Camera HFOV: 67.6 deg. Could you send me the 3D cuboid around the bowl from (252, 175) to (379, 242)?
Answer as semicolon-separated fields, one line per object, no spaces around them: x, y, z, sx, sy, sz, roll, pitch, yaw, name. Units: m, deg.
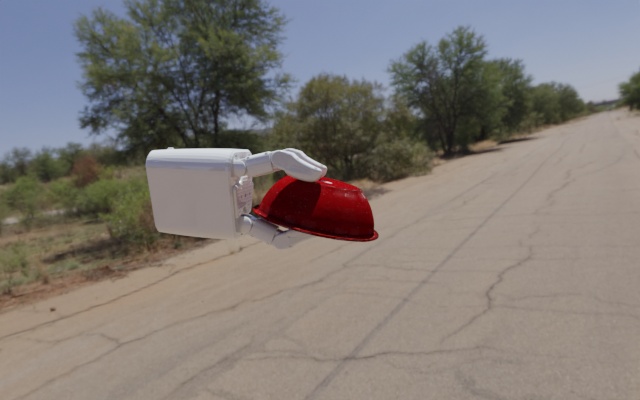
0.001;0.002;0.598;0.162;0.055;0.162;13;8;-2;bowl
